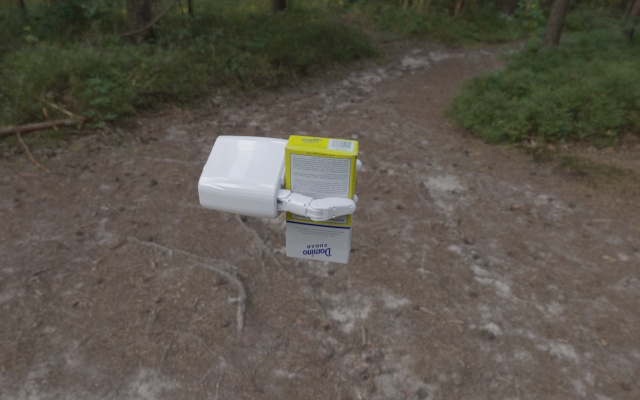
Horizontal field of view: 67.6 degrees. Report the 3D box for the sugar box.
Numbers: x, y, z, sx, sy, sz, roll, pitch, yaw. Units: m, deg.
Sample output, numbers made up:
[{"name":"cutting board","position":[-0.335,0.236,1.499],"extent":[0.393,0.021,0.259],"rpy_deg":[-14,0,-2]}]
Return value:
[{"name":"sugar box","position":[0.000,0.002,0.657],"extent":[0.093,0.176,0.048],"rpy_deg":[7,35,6]}]
